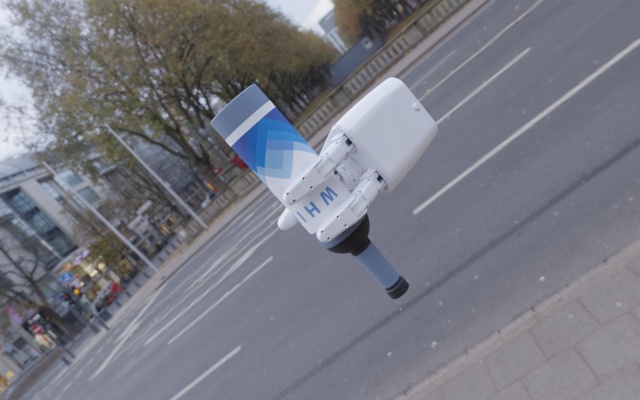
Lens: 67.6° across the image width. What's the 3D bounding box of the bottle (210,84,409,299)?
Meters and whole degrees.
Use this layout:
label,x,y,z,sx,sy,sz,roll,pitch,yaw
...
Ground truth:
label,x,y,z,sx,sy,sz,roll,pitch,yaw
bottle,0.000,0.002,0.550,0.069,0.296,0.069,-40,10,9
